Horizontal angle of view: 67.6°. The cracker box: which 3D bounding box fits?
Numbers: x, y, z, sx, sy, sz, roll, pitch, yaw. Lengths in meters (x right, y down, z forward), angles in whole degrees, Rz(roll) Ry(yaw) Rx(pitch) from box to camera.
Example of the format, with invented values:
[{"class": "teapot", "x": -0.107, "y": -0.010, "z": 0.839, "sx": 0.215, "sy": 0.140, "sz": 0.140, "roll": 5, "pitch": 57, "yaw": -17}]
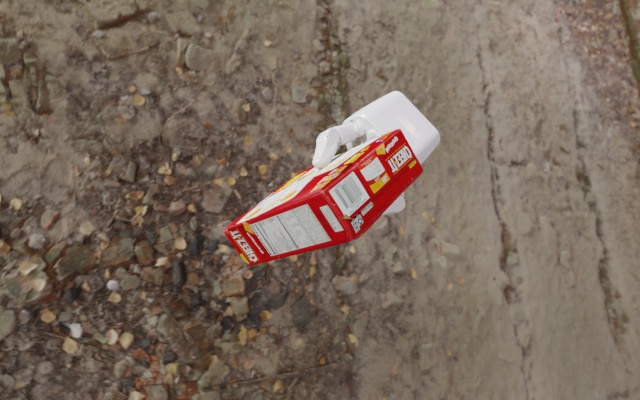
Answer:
[{"class": "cracker box", "x": 0.000, "y": 0.002, "z": 0.609, "sx": 0.214, "sy": 0.072, "sz": 0.164, "roll": -21, "pitch": 15, "yaw": 48}]
